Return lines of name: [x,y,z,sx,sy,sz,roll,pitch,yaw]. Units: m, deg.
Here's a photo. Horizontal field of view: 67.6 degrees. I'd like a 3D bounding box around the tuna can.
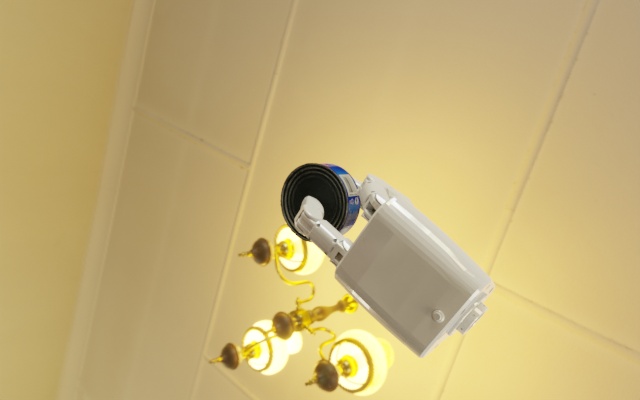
tuna can: [0.000,0.002,0.521,0.086,0.086,0.034,0,4,33]
